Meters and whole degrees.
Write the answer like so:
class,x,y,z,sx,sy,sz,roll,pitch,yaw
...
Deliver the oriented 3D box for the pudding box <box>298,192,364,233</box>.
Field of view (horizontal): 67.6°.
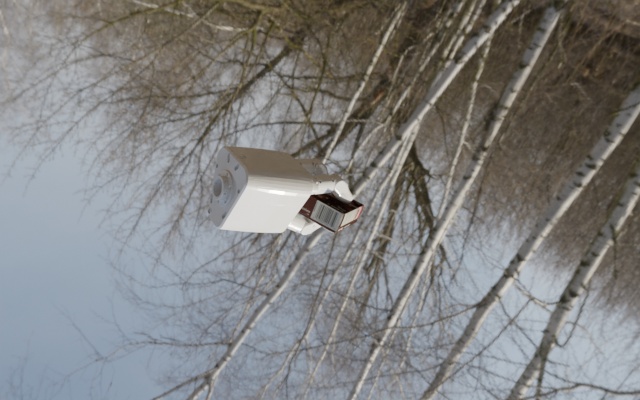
class,x,y,z,sx,sy,sz,roll,pitch,yaw
pudding box,0.000,0.003,0.744,0.113,0.039,0.090,31,20,17
